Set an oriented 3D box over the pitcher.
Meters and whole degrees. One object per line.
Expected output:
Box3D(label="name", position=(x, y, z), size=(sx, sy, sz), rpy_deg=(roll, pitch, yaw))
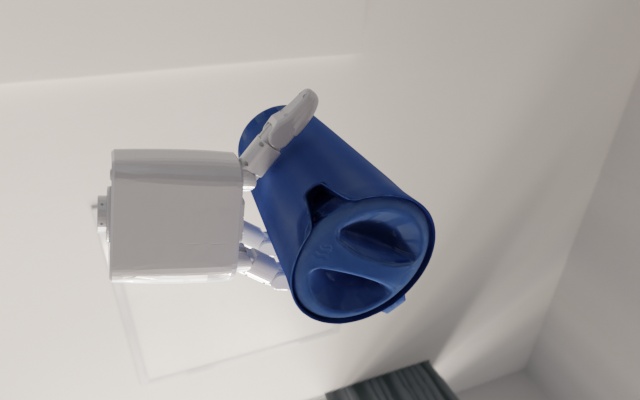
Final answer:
Box3D(label="pitcher", position=(0.000, 0.002, 0.488), size=(0.145, 0.149, 0.242), rpy_deg=(1, 30, -26))
